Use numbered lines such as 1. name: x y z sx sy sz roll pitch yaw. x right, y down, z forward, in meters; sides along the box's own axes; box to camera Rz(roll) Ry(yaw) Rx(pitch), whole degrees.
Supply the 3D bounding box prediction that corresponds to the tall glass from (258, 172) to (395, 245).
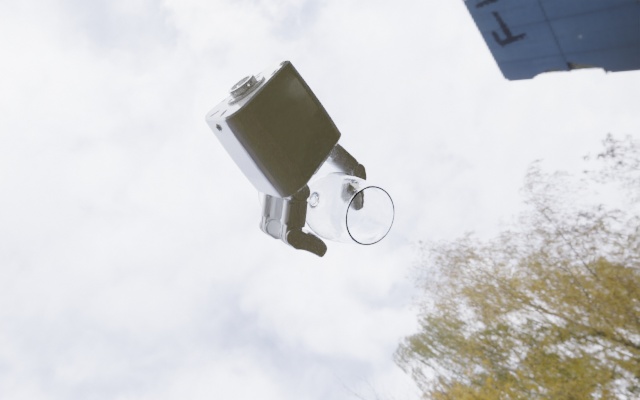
1. tall glass: 0.000 0.002 0.567 0.079 0.079 0.201 0 8 -32
